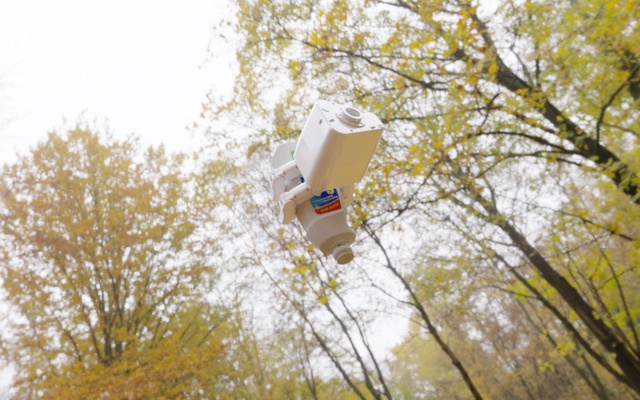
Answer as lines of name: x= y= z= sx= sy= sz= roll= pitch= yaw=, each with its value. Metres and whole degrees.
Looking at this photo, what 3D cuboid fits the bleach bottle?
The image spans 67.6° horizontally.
bleach bottle: x=0.000 y=0.003 z=0.796 sx=0.102 sy=0.068 sz=0.250 roll=0 pitch=43 yaw=-29
